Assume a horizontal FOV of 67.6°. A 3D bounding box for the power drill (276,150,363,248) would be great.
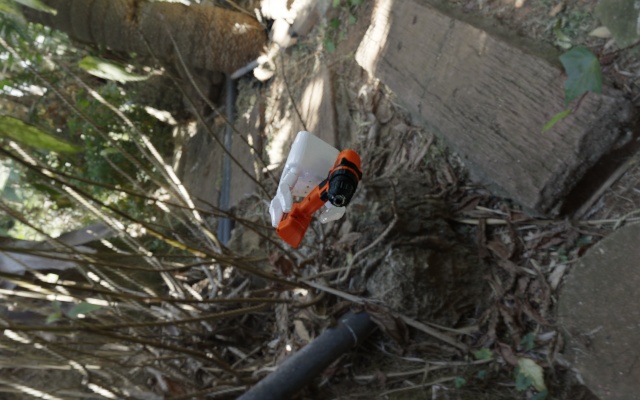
[{"bbox_3d":[0.000,0.003,0.874,0.188,0.057,0.184,-43,11,26],"label":"power drill"}]
